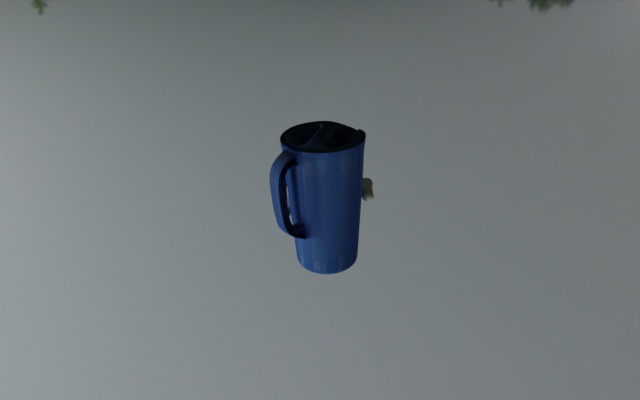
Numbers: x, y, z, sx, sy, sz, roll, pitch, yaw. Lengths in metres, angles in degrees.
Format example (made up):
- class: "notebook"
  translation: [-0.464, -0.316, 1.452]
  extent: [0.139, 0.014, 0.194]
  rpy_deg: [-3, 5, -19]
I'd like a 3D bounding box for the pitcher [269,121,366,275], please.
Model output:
- class: "pitcher"
  translation: [0.000, 0.002, 0.788]
  extent: [0.149, 0.243, 0.145]
  rpy_deg: [-3, 29, -1]
